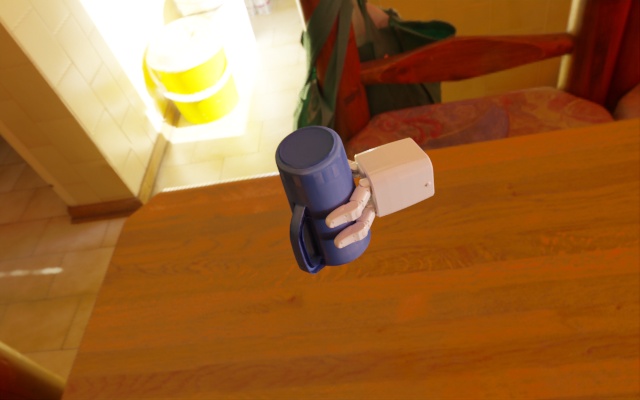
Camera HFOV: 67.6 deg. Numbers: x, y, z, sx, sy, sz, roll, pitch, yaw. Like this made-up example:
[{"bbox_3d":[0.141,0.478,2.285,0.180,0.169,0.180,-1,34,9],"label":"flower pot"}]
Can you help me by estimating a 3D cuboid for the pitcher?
[{"bbox_3d":[0.000,0.003,0.813,0.145,0.149,0.243,-20,-43,-1],"label":"pitcher"}]
